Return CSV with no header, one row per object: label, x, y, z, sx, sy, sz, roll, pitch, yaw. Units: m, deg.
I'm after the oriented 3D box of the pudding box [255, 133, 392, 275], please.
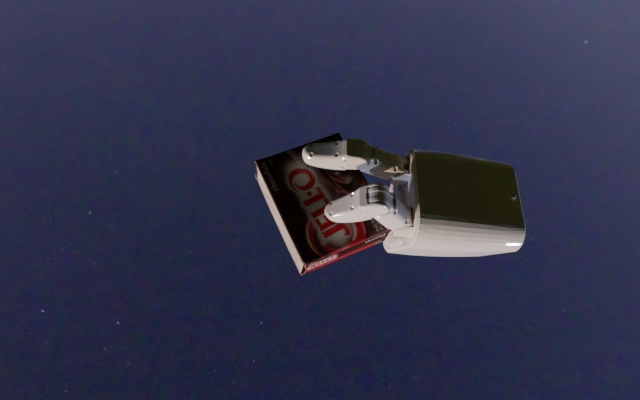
pudding box,0.000,0.002,0.449,0.090,0.113,0.039,-21,-22,-19
